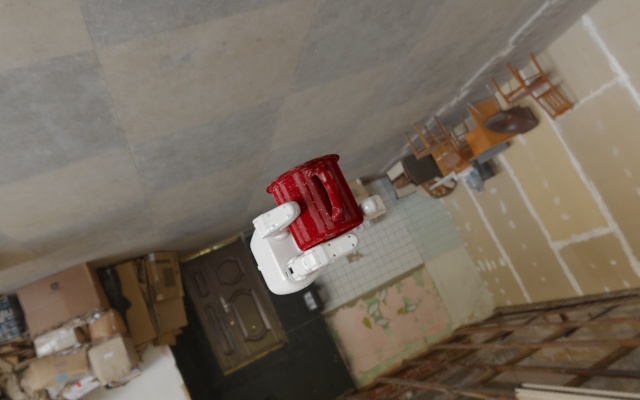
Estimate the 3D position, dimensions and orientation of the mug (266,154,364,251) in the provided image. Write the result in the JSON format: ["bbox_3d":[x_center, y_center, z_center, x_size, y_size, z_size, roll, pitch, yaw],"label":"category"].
[{"bbox_3d":[0.001,0.001,0.527,0.093,0.081,0.117,-23,-9,-21],"label":"mug"}]
